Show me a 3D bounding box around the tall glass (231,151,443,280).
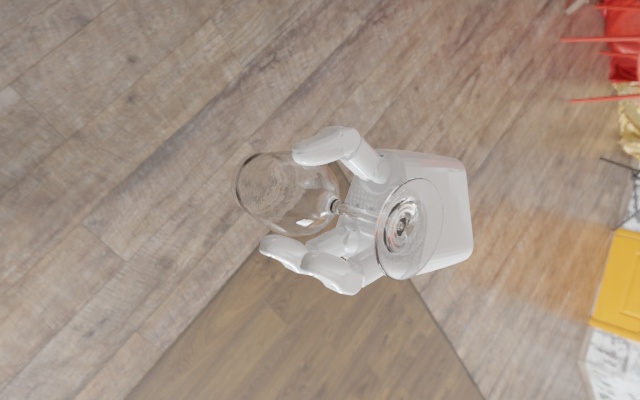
[{"bbox_3d":[0.000,0.001,0.408,0.079,0.079,0.201,0,11,-41],"label":"tall glass"}]
